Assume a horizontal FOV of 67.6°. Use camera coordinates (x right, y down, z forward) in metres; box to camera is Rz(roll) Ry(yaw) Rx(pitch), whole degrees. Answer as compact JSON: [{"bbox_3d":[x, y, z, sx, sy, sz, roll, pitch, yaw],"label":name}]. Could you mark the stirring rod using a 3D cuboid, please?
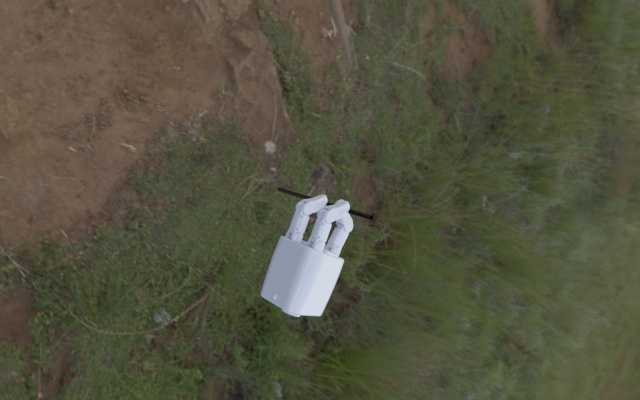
[{"bbox_3d":[0.000,0.003,0.836,0.011,0.011,0.239,0,12,-43],"label":"stirring rod"}]
